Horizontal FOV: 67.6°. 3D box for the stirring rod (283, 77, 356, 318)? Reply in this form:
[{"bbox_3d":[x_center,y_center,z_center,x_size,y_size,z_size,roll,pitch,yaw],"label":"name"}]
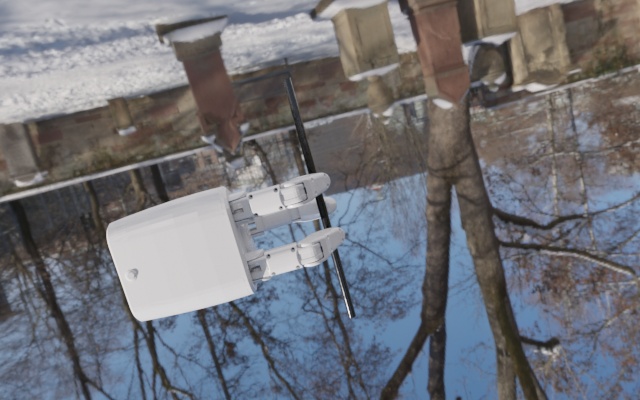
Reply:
[{"bbox_3d":[0.000,0.001,0.461,0.011,0.239,0.011,-15,9,2],"label":"stirring rod"}]
